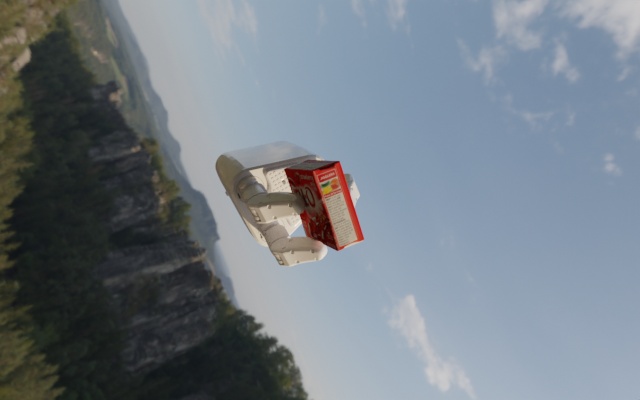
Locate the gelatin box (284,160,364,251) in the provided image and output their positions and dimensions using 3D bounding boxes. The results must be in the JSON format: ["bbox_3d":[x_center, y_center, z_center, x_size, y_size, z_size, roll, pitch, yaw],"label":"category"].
[{"bbox_3d":[0.001,0.001,0.438,0.030,0.073,0.089,-21,12,-17],"label":"gelatin box"}]
